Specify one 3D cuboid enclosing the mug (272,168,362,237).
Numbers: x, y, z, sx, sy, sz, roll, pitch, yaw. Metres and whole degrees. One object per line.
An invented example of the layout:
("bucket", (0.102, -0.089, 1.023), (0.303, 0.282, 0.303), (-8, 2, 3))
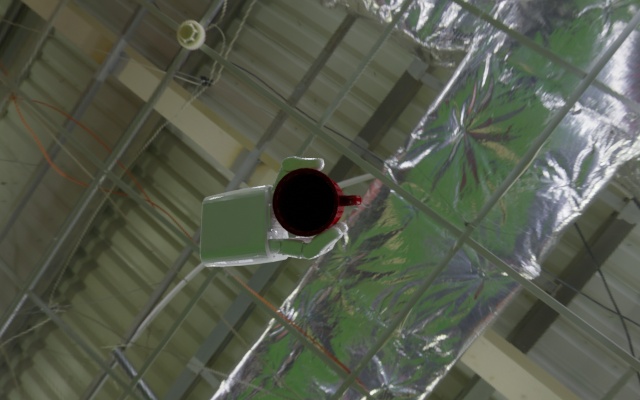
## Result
("mug", (0.002, 0.002, 0.676), (0.117, 0.093, 0.081), (-6, -3, 14))
